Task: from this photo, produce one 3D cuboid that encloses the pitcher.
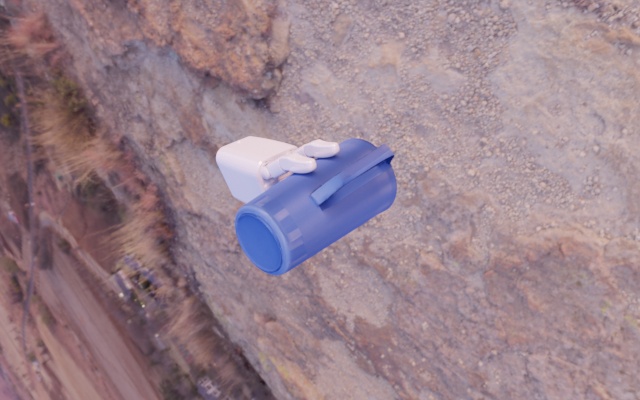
[{"bbox_3d":[0.000,0.002,0.705,0.145,0.149,0.242,19,37,37],"label":"pitcher"}]
